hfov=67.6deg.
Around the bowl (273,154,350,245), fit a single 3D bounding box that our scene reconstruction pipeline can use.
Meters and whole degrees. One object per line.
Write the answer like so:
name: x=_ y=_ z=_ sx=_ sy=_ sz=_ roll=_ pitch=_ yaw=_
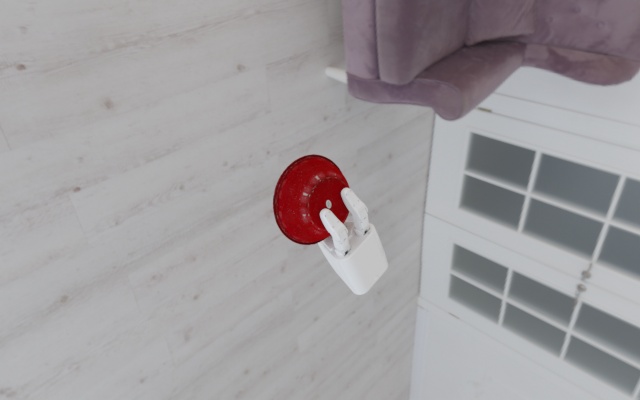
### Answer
bowl: x=0.000 y=0.002 z=0.821 sx=0.162 sy=0.162 sz=0.055 roll=0 pitch=8 yaw=-37
